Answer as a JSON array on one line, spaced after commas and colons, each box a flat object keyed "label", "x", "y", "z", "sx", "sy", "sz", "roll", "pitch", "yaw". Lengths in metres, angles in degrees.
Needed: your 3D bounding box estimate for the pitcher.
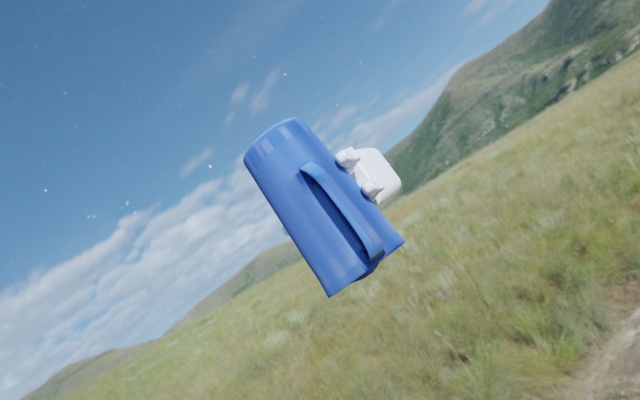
[{"label": "pitcher", "x": 0.000, "y": 0.002, "z": 0.670, "sx": 0.149, "sy": 0.243, "sz": 0.145, "roll": -41, "pitch": -9, "yaw": 32}]
